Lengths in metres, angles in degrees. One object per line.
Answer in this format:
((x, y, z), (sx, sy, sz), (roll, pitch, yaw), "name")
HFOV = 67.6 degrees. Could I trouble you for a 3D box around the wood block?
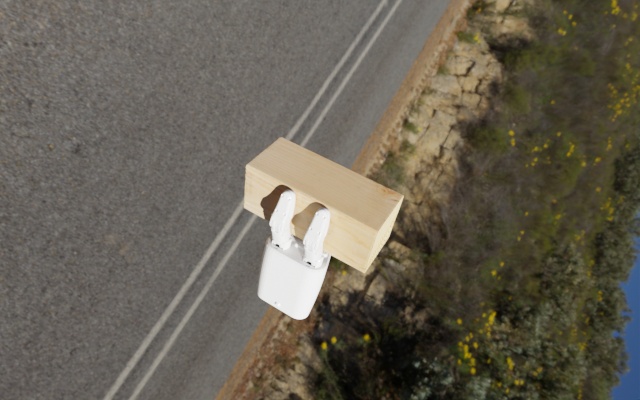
((0.000, 0.002, 0.690), (0.206, 0.090, 0.090), (27, 45, 16), "wood block")
